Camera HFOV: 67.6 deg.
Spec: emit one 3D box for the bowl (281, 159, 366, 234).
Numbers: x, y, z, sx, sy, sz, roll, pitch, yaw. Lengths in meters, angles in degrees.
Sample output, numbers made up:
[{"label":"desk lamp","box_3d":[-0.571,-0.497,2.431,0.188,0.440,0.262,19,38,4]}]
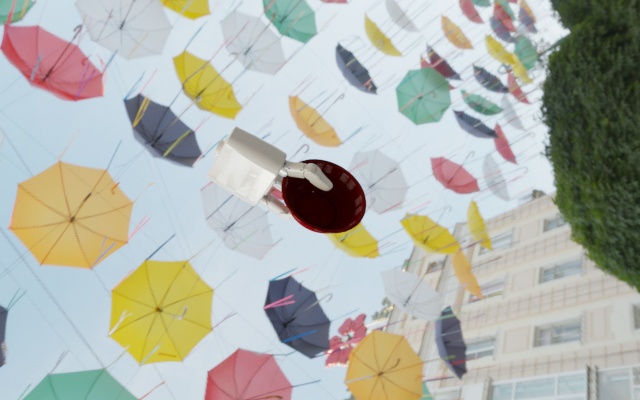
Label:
[{"label":"bowl","box_3d":[0.001,0.004,0.875,0.162,0.162,0.055,0,-34,-22]}]
